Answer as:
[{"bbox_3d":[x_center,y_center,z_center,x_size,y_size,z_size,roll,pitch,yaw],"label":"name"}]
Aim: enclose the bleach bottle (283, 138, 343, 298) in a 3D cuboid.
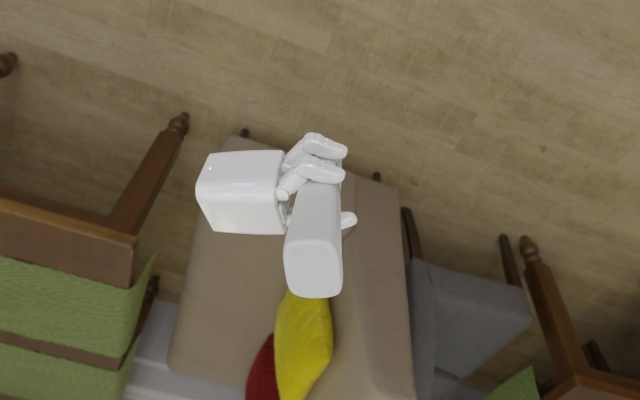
[{"bbox_3d":[0.000,0.002,0.644,0.068,0.103,0.250,-1,39,6],"label":"bleach bottle"}]
